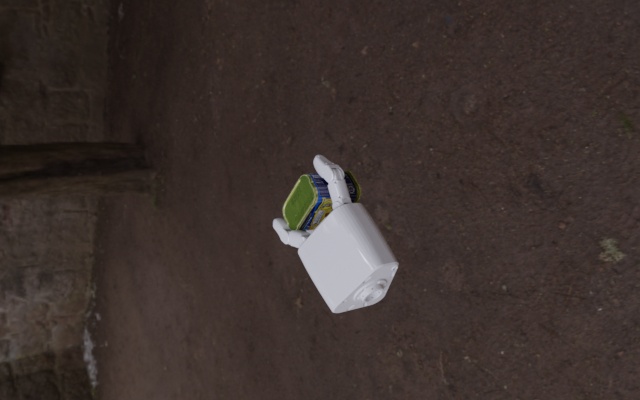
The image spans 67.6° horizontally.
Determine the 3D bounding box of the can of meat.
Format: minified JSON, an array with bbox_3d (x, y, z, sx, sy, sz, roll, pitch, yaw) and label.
[{"bbox_3d":[0.000,0.002,0.729,0.084,0.057,0.102,-5,-37,-35],"label":"can of meat"}]
